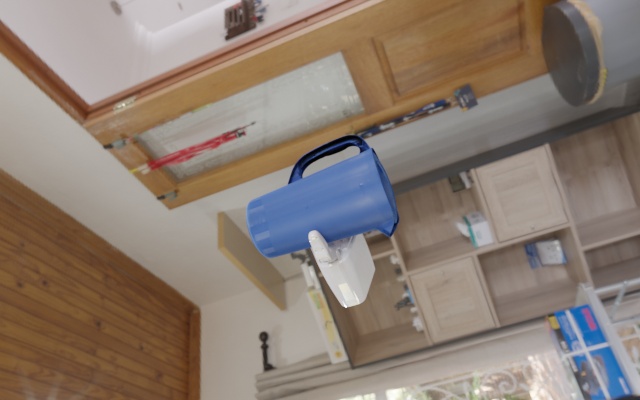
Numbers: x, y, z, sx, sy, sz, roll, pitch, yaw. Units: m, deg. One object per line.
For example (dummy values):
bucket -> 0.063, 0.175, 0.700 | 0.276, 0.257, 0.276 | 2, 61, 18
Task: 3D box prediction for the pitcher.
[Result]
pitcher -> 0.000, 0.003, 0.810 | 0.243, 0.145, 0.149 | -19, 29, 12
